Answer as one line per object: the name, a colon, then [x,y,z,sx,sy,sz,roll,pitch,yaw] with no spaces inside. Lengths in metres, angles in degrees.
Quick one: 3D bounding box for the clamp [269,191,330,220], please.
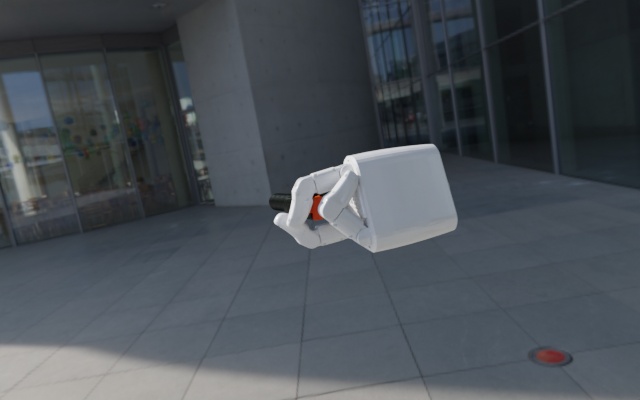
clamp: [0.000,0.002,0.636,0.120,0.039,0.171,-12,9,-12]
